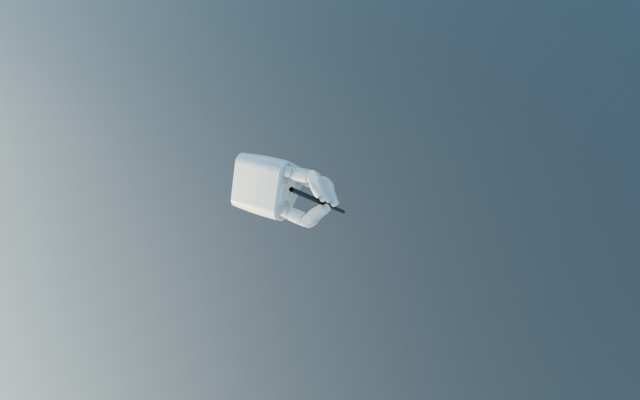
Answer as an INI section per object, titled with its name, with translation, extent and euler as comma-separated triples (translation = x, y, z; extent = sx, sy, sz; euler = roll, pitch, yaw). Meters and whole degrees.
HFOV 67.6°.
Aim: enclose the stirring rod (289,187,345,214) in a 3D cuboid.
[stirring rod]
translation = 0.000, 0.003, 0.847
extent = 0.011, 0.011, 0.239
euler = 0, -10, 22
